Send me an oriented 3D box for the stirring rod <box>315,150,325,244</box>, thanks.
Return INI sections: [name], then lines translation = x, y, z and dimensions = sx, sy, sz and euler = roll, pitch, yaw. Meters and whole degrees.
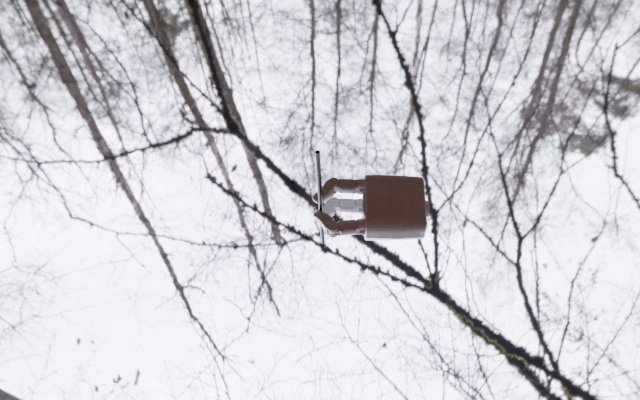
[stirring rod]
translation = 0.000, 0.003, 0.840
dimensions = 0.011, 0.011, 0.240
euler = 0, -41, 3
